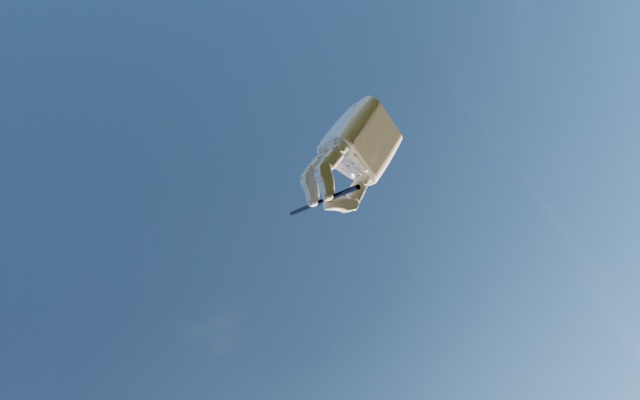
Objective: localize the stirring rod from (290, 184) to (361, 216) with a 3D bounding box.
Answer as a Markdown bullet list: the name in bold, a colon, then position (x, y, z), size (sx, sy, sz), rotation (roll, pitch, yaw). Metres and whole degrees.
- **stirring rod**: position (0.000, 0.002, 0.783), size (0.011, 0.011, 0.239), rotation (0, -10, -27)
